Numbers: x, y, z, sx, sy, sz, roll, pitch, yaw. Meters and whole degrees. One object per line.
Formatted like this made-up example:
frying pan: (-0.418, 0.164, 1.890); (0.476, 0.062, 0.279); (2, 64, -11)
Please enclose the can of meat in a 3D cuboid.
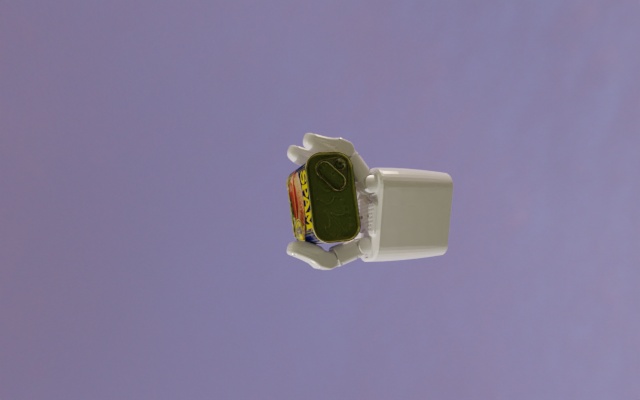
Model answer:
can of meat: (0.000, 0.002, 0.564); (0.057, 0.102, 0.084); (-5, -7, -22)
